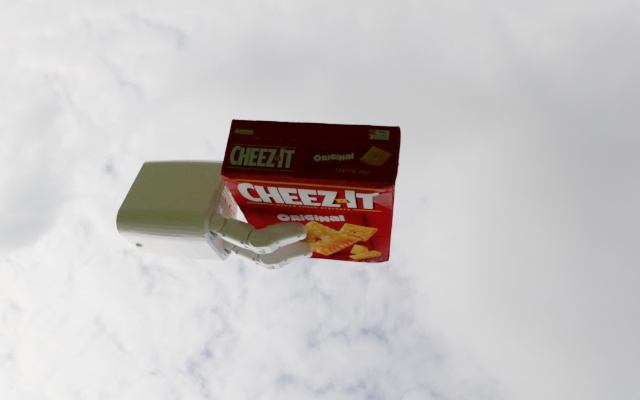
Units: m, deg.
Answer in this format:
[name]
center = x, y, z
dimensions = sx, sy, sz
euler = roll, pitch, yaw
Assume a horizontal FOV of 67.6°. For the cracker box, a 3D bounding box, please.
[cracker box]
center = 0.000, 0.002, 0.529
dimensions = 0.164, 0.072, 0.214
euler = 3, -25, 8
